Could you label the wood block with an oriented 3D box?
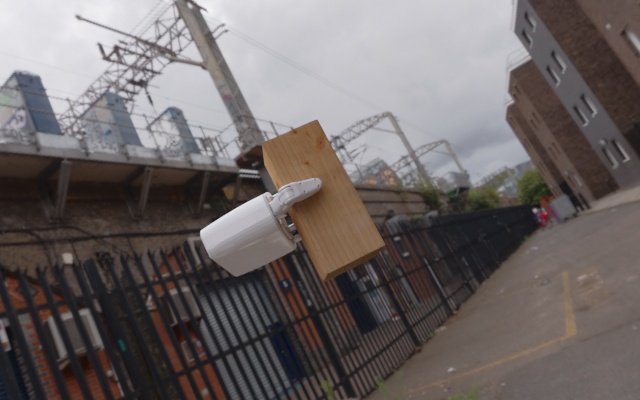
[{"bbox_3d":[0.000,0.002,0.694,0.090,0.206,0.091,-25,-13,-11],"label":"wood block"}]
